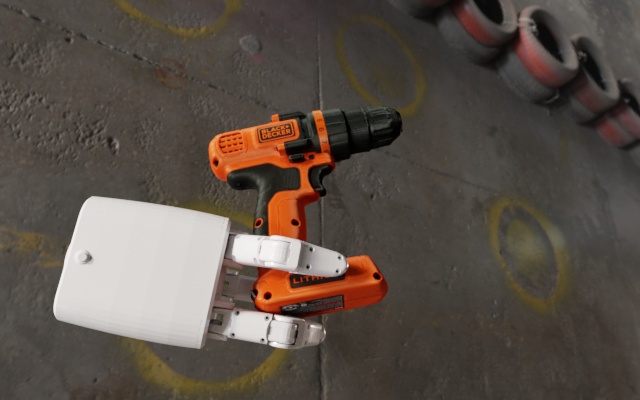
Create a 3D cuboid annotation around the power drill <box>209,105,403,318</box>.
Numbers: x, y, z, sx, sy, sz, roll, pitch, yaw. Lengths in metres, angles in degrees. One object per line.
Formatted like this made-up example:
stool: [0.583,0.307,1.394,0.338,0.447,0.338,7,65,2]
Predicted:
power drill: [0.000,0.002,0.420,0.184,0.187,0.057,-12,-31,0]
